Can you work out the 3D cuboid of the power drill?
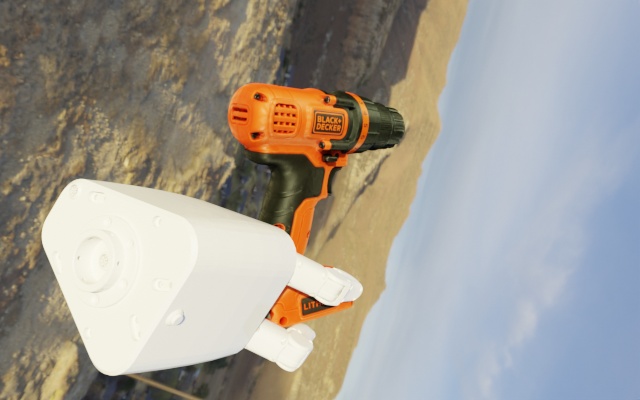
[{"bbox_3d":[0.000,0.002,0.405,0.184,0.188,0.057,-3,12,-43],"label":"power drill"}]
